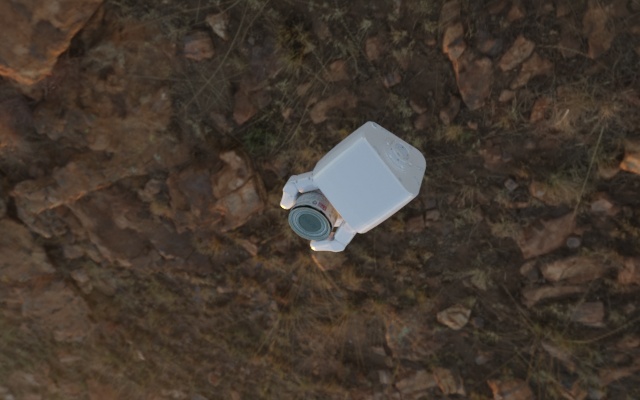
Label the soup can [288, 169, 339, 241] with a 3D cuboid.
[{"bbox_3d":[0.000,0.003,0.719,0.068,0.068,0.102,0,39,24],"label":"soup can"}]
